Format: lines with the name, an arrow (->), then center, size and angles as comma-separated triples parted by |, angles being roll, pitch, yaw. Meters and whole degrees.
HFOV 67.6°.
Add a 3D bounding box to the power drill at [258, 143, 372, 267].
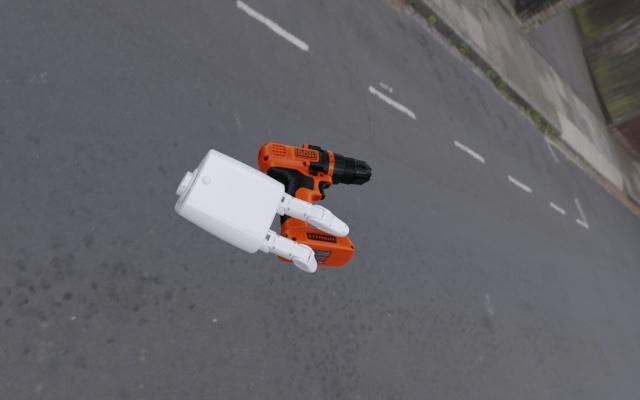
power drill -> 0.000, 0.003, 0.699 | 0.184, 0.187, 0.057 | 7, -38, -18
